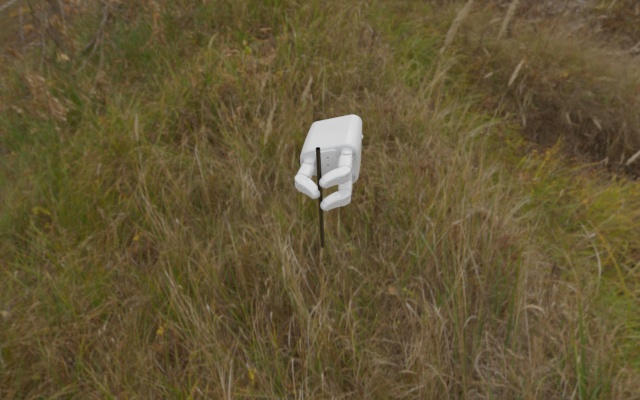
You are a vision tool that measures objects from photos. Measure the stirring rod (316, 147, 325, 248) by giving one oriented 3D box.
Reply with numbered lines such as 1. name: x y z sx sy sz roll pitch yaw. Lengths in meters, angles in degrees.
1. stirring rod: 0.000 0.003 0.855 0.011 0.240 0.011 -1 44 1
